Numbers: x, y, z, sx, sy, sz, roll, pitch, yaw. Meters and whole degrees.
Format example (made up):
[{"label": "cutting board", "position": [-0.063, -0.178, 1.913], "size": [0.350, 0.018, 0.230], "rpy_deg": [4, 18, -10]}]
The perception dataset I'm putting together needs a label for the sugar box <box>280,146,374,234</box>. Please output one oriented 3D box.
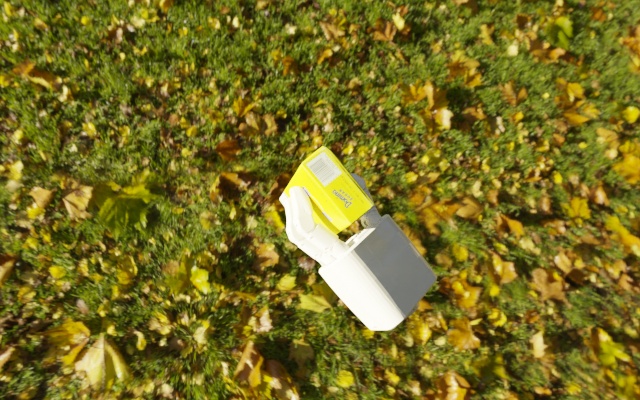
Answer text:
[{"label": "sugar box", "position": [0.000, 0.002, 0.627], "size": [0.048, 0.093, 0.176], "rpy_deg": [-38, -3, -21]}]
